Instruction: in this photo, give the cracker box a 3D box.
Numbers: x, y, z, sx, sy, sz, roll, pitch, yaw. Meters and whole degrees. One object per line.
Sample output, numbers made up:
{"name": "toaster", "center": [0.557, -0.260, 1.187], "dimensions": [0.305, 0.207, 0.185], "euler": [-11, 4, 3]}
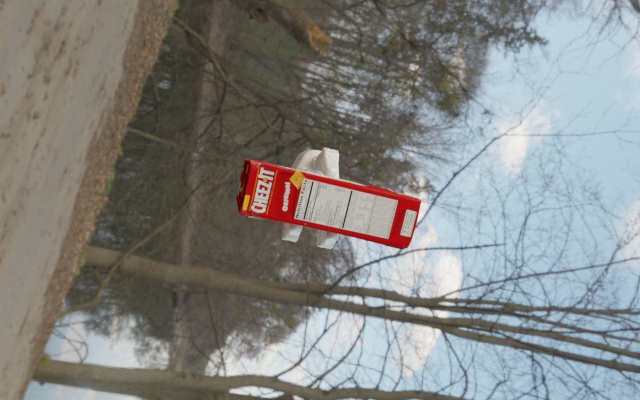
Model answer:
{"name": "cracker box", "center": [0.000, 0.002, 0.633], "dimensions": [0.214, 0.072, 0.164], "euler": [12, 2, -12]}
